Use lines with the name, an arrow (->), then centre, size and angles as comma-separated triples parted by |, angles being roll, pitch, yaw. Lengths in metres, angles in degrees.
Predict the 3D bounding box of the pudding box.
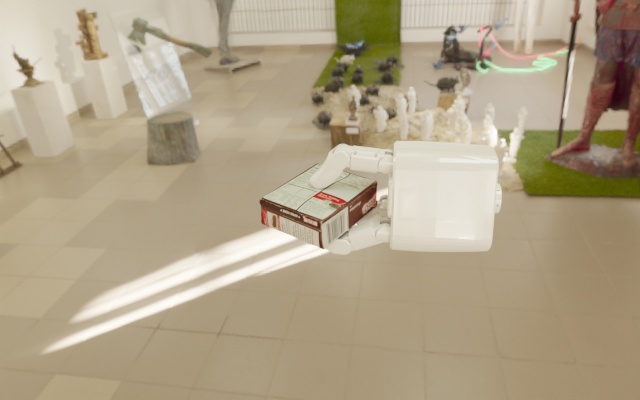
pudding box -> 0.000, 0.002, 0.550 | 0.090, 0.039, 0.113 | 19, 35, 32
